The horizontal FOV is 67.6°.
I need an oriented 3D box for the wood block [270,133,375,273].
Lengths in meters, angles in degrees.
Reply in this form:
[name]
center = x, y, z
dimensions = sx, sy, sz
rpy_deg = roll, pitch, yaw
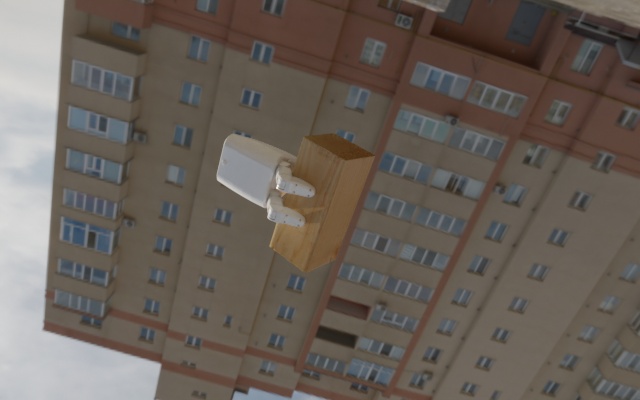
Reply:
[wood block]
center = 0.000, 0.002, 0.794
dimensions = 0.090, 0.206, 0.091
rpy_deg = 32, 27, 27
